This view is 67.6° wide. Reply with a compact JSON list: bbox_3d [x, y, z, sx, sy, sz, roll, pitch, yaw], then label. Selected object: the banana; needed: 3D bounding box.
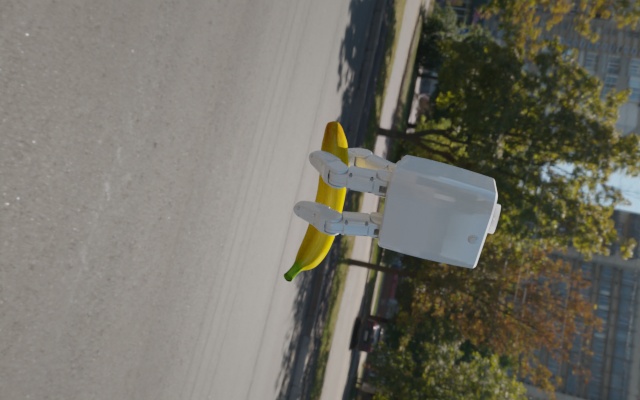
[{"bbox_3d":[0.005,0.003,0.580,0.037,0.198,0.069,18,11,17],"label":"banana"}]
